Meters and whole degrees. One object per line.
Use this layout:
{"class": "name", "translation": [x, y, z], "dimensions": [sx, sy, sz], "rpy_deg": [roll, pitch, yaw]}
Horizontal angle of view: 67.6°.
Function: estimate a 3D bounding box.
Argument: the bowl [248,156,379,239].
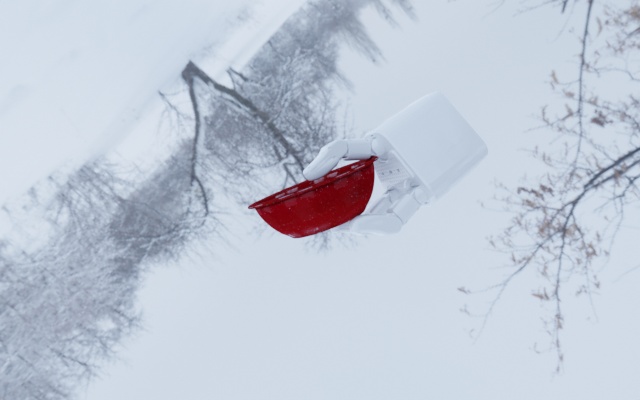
{"class": "bowl", "translation": [-0.001, 0.003, 0.556], "dimensions": [0.162, 0.055, 0.162], "rpy_deg": [-21, 5, 2]}
